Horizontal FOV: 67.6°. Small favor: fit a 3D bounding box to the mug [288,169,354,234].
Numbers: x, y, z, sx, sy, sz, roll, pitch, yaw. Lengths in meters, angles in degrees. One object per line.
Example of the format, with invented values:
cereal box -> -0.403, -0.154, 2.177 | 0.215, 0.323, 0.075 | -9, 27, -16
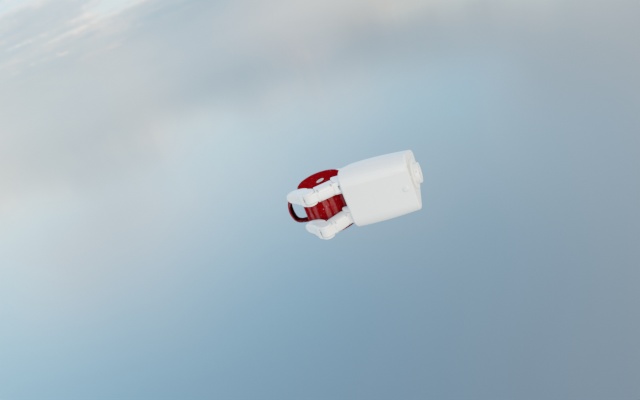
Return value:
mug -> -0.001, 0.003, 0.805 | 0.117, 0.081, 0.093 | -14, 23, 19
